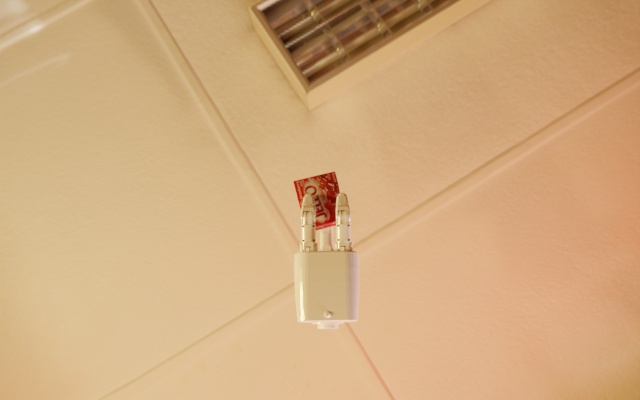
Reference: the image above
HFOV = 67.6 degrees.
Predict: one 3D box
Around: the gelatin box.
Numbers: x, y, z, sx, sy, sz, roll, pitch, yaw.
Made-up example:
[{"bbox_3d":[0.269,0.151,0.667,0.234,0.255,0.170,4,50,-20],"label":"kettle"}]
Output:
[{"bbox_3d":[0.000,0.002,0.798,0.073,0.089,0.030,-14,-19,-3],"label":"gelatin box"}]
